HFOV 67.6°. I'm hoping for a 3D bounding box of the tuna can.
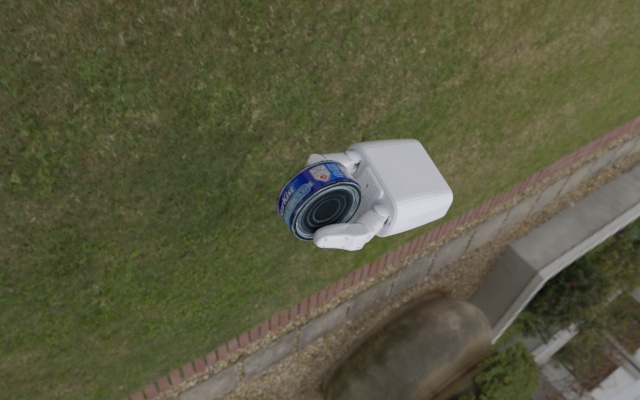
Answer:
[{"bbox_3d":[0.000,0.002,0.495,0.086,0.086,0.033,0,42,-41],"label":"tuna can"}]
